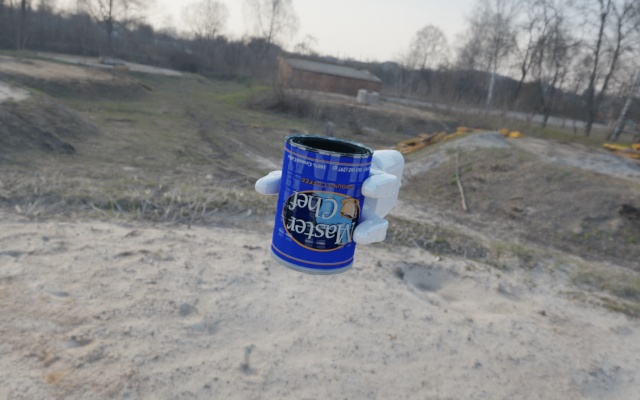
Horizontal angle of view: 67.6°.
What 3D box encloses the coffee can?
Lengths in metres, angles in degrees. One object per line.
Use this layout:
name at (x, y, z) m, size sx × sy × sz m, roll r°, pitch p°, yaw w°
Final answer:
coffee can at (0.000, 0.002, 0.560) m, size 0.103 × 0.140 × 0.102 m, roll 9°, pitch 16°, yaw -3°
